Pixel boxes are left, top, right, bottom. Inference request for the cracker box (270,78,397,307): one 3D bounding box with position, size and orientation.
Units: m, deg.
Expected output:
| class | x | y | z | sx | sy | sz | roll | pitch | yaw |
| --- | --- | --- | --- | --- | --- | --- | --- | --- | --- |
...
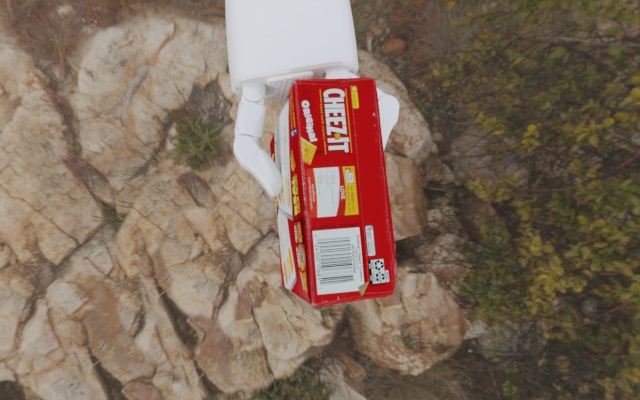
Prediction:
| class | x | y | z | sx | sy | sz | roll | pitch | yaw |
| --- | --- | --- | --- | --- | --- | --- | --- | --- | --- |
| cracker box | 0.000 | 0.001 | 0.443 | 0.072 | 0.164 | 0.214 | -4 | -5 | -10 |
